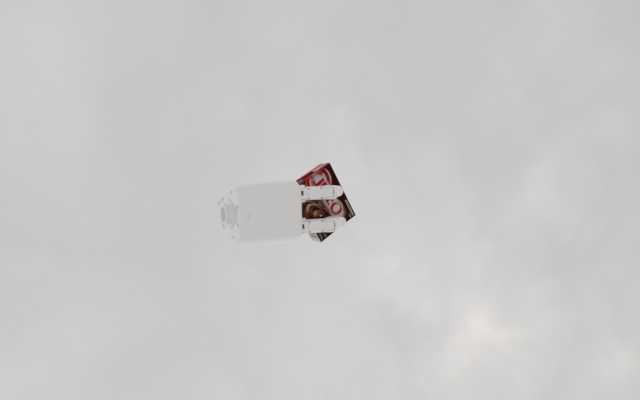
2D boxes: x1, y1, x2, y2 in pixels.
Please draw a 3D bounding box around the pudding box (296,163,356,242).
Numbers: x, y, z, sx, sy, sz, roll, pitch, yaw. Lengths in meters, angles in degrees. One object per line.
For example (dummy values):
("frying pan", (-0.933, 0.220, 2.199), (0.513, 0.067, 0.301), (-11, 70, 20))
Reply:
("pudding box", (0.000, 0.003, 0.843), (0.090, 0.113, 0.039), (-36, 21, -26))
